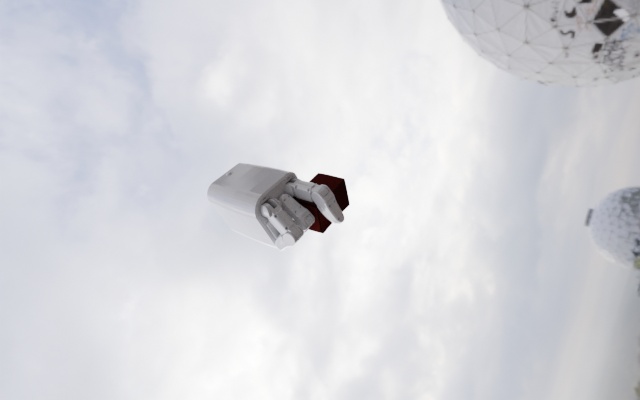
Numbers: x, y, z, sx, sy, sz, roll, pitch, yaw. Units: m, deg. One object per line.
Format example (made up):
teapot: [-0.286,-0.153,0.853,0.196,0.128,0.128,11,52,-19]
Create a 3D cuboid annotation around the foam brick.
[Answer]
foam brick: [0.000,0.002,0.722,0.051,0.053,0.078,15,42,33]
